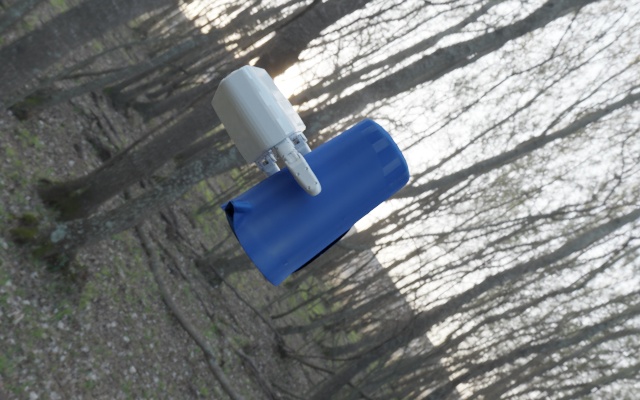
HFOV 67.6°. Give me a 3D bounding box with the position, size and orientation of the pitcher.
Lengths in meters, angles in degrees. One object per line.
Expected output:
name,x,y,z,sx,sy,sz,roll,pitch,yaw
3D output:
pitcher,0.000,0.002,0.662,0.243,0.145,0.149,-34,4,-3
